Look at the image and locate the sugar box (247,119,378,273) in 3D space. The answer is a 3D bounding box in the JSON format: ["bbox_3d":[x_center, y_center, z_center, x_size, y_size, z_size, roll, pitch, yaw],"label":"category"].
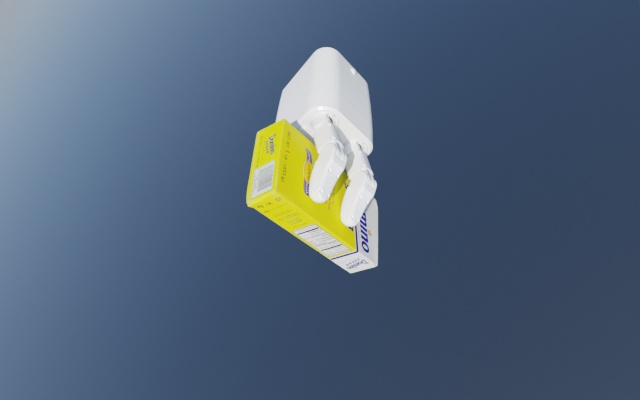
[{"bbox_3d":[0.000,0.001,0.515,0.048,0.093,0.176,-22,-41,34],"label":"sugar box"}]
